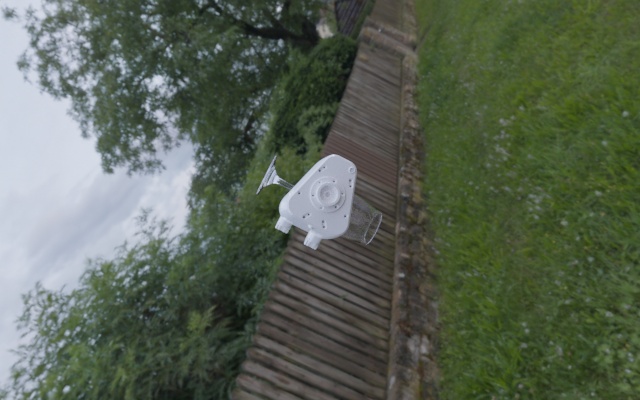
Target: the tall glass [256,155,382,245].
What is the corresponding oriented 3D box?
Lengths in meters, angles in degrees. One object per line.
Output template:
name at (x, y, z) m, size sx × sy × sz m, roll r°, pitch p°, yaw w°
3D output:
tall glass at (0.000, 0.002, 0.790) m, size 0.201 × 0.079 × 0.079 m, roll 27°, pitch -3°, yaw -6°
